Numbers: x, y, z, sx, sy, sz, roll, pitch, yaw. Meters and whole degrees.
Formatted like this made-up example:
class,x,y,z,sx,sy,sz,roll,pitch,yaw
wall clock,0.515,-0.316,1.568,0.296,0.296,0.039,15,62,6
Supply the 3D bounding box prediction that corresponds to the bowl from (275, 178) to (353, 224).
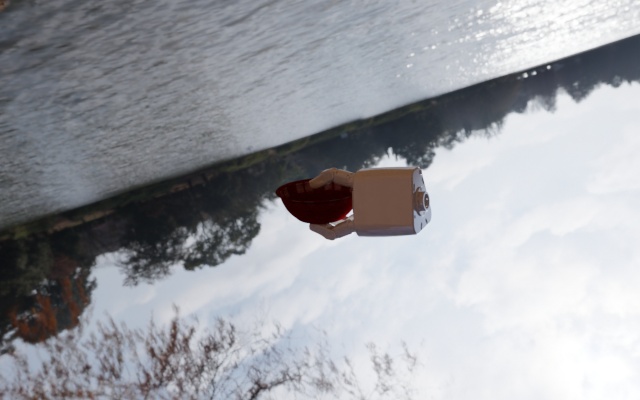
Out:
class,x,y,z,sx,sy,sz,roll,pitch,yaw
bowl,-0.001,0.003,0.874,0.162,0.055,0.162,-3,17,1
